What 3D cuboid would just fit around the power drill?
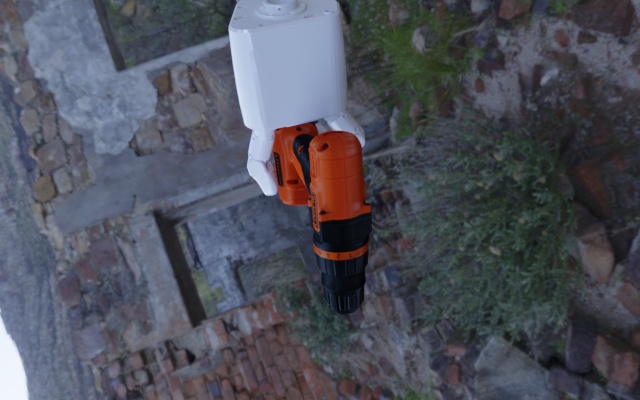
[{"bbox_3d":[0.000,0.001,0.503,0.057,0.184,0.187,-10,24,-16],"label":"power drill"}]
